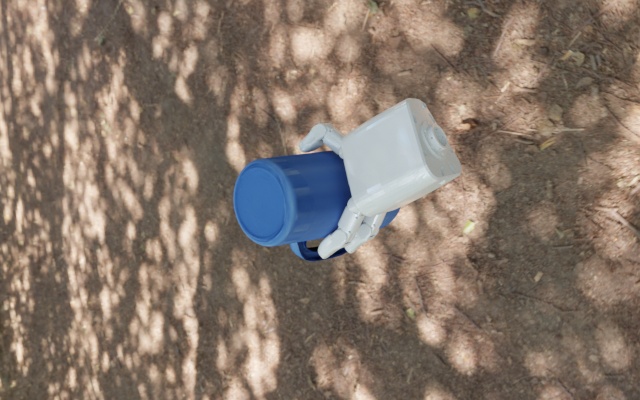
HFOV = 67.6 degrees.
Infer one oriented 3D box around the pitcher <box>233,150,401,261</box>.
[{"bbox_3d":[0.000,0.002,0.667,0.145,0.149,0.243,-29,-13,38],"label":"pitcher"}]
